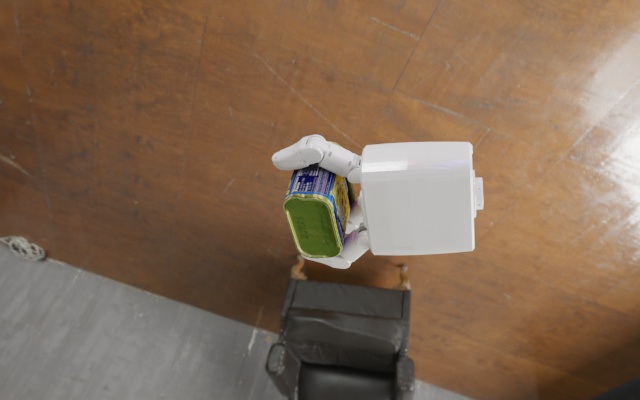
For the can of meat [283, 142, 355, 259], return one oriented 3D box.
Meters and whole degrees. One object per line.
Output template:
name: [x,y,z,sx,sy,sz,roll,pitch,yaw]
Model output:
can of meat: [0.000,0.002,0.522,0.057,0.084,0.102,-1,-45,15]
